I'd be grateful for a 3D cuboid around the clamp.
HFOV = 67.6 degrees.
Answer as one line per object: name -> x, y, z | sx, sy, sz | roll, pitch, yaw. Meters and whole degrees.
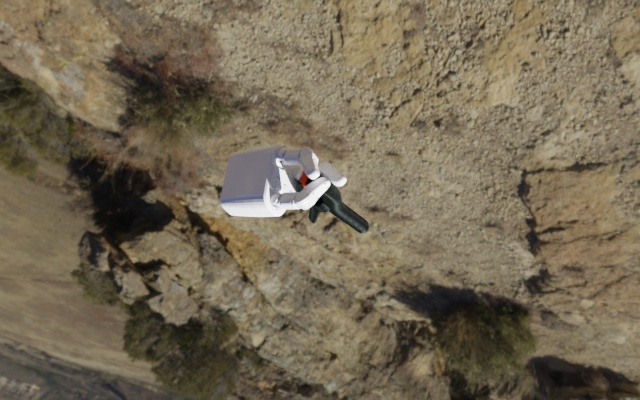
clamp -> 0.000, 0.003, 0.817 | 0.120, 0.039, 0.171 | -1, -36, 35
